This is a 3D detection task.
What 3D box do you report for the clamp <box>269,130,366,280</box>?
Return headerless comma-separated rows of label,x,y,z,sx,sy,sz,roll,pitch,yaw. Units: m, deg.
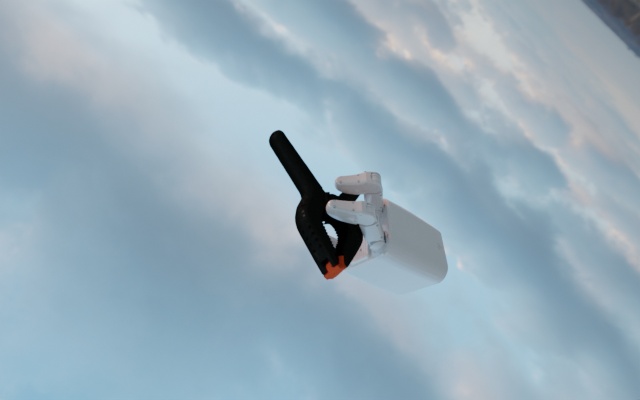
clamp,0.000,0.003,0.607,0.164,0.209,0.036,27,-51,-22
